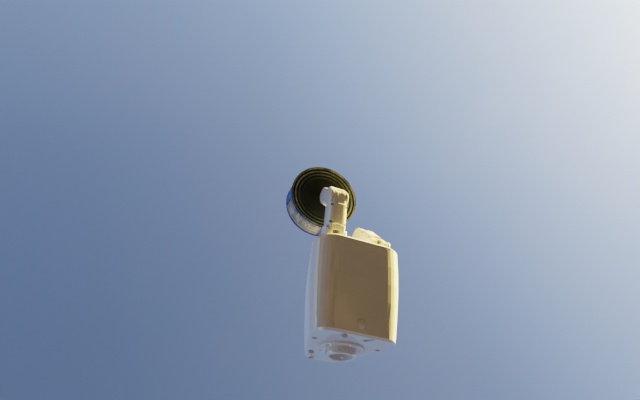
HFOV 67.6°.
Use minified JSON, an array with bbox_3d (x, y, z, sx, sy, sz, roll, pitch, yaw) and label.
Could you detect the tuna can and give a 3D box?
[{"bbox_3d":[0.000,0.002,0.613,0.086,0.086,0.034,0,-28,-22],"label":"tuna can"}]
